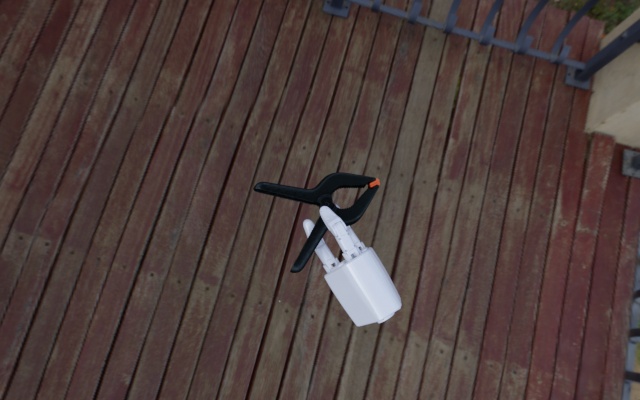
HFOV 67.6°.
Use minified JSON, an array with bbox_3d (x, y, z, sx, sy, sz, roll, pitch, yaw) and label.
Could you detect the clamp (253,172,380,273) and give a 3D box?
[{"bbox_3d":[0.001,0.002,0.815,0.210,0.164,0.036,-31,-5,-10],"label":"clamp"}]
